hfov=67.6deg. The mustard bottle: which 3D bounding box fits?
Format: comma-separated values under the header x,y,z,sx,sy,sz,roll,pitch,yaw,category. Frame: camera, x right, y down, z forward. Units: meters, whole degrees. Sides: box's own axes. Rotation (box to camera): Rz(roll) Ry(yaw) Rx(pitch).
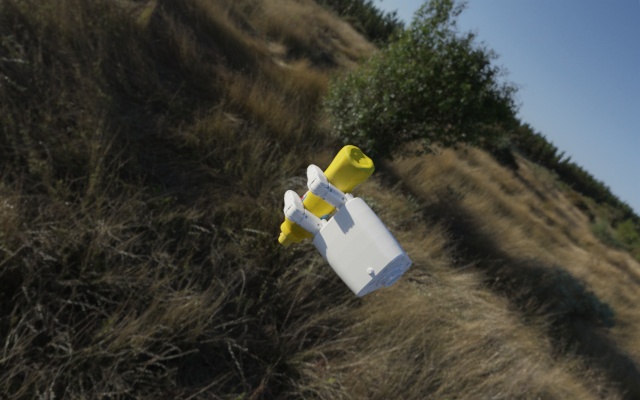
x,y,z,sx,sy,sz,roll,pitch,yaw,category
0.000,0.002,0.743,0.058,0.192,0.096,42,20,1,mustard bottle
